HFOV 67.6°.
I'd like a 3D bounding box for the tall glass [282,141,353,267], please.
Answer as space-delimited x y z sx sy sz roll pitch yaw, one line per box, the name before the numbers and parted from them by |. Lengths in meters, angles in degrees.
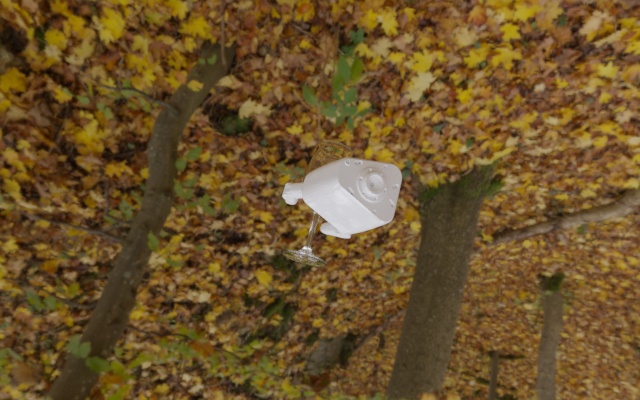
tall glass | 0.000 0.003 0.793 0.079 0.201 0.079 14 -19 5
